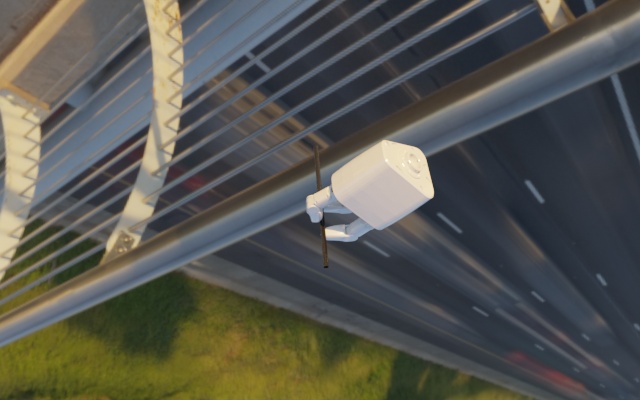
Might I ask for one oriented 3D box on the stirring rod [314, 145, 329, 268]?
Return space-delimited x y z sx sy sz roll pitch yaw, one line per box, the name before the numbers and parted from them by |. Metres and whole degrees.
stirring rod | 0.000 0.002 0.803 0.011 0.239 0.011 -3 -33 -2
